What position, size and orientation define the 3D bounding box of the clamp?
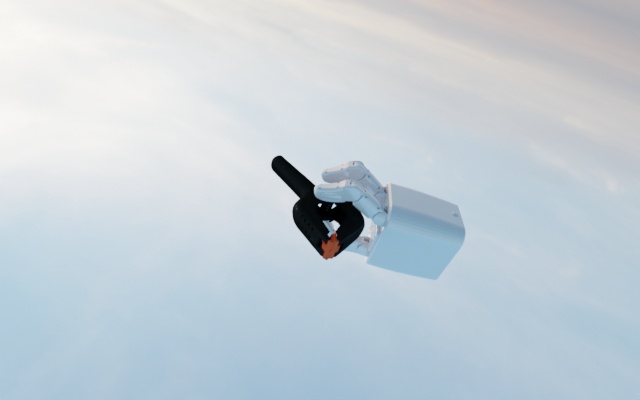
[{"bbox_3d":[0.000,0.003,0.640,0.164,0.036,0.210,15,30,-2],"label":"clamp"}]
